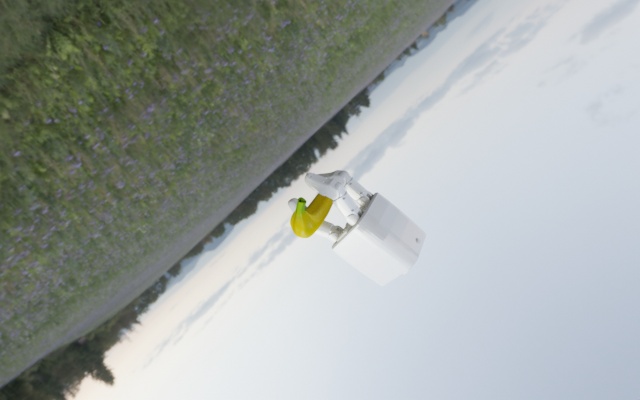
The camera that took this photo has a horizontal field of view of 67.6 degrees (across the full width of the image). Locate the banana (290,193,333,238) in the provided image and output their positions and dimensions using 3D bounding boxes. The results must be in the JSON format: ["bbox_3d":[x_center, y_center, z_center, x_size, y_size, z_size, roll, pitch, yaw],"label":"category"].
[{"bbox_3d":[-0.010,0.019,0.731,0.037,0.069,0.198,31,13,6],"label":"banana"}]
